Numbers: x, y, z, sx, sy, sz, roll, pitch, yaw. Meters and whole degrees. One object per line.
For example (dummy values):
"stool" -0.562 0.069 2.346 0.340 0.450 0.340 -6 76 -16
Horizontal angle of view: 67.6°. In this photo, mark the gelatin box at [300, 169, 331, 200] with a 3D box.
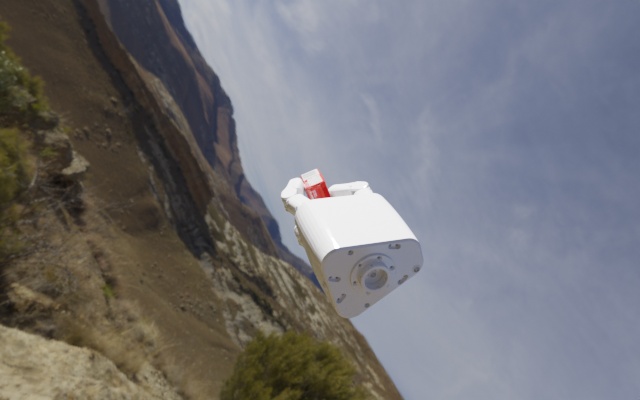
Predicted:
"gelatin box" 0.000 0.002 0.655 0.030 0.073 0.089 -21 16 -1
